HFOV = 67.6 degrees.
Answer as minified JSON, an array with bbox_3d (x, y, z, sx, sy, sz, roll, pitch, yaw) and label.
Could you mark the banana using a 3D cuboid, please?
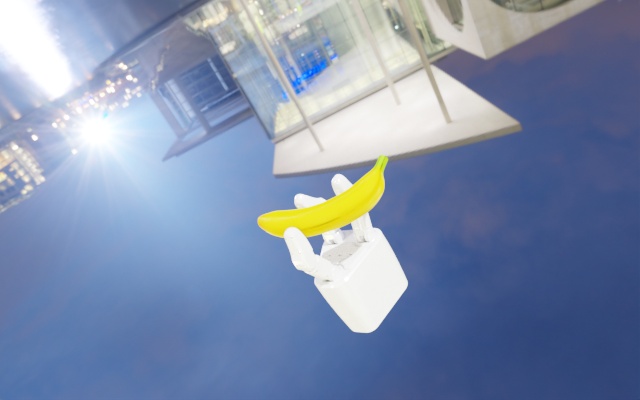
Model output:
[{"bbox_3d":[0.003,0.012,0.604,0.198,0.037,0.069,-25,34,18],"label":"banana"}]
